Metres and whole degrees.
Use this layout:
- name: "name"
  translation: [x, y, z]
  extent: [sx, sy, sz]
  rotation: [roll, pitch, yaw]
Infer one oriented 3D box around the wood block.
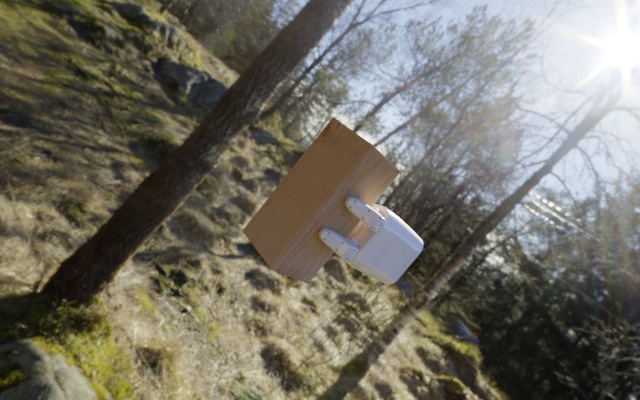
- name: "wood block"
  translation: [0.000, 0.002, 0.670]
  extent: [0.090, 0.206, 0.090]
  rotation: [33, 8, -48]
